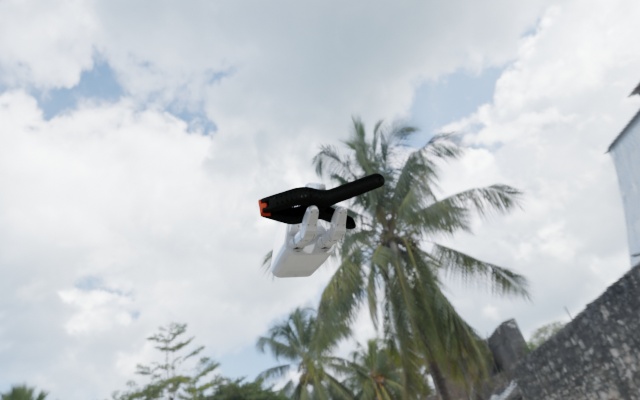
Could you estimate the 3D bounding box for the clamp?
[{"bbox_3d":[-0.001,0.002,0.826,0.210,0.036,0.165,2,-34,-25],"label":"clamp"}]
